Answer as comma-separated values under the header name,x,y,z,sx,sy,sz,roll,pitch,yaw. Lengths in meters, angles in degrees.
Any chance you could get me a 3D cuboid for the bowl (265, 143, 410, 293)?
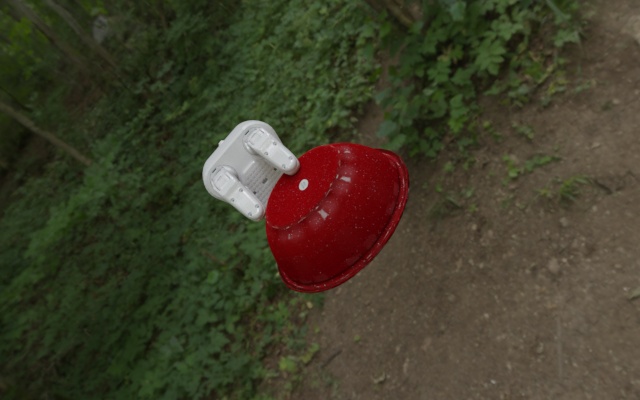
name,x,y,z,sx,sy,sz,roll,pitch,yaw
bowl,0.001,0.001,0.441,0.055,0.162,0.162,40,-24,-31
